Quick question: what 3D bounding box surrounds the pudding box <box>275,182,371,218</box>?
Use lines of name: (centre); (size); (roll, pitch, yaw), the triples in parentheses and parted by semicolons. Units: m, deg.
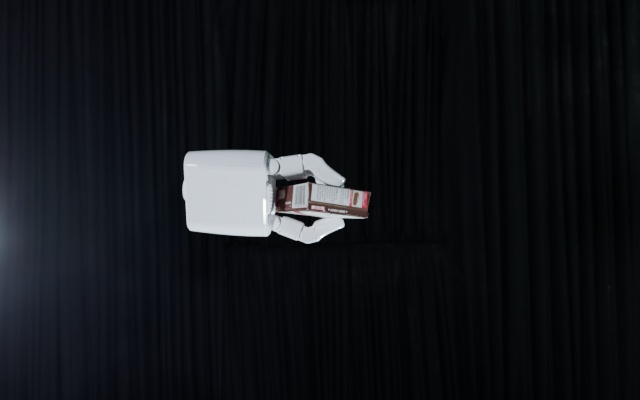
pudding box: (0.000, 0.002, 0.641); (0.090, 0.039, 0.113); (7, -4, -25)
